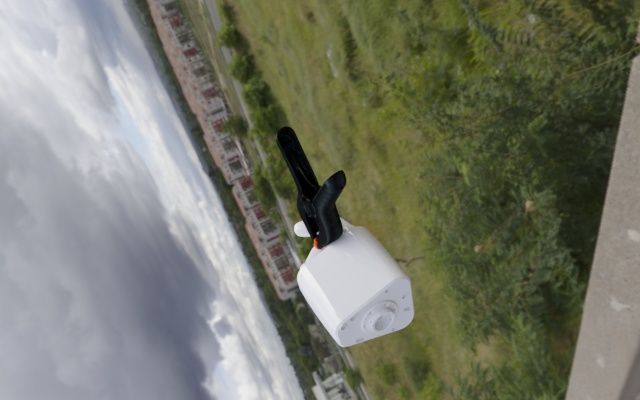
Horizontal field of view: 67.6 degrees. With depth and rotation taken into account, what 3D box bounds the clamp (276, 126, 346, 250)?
[{"bbox_3d":[0.000,0.002,0.577,0.039,0.172,0.120,-28,39,-14],"label":"clamp"}]
